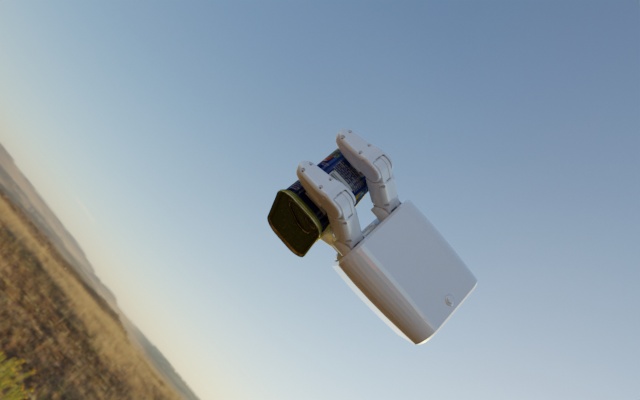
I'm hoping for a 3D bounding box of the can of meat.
[{"bbox_3d":[0.000,0.001,0.483,0.084,0.057,0.102,-40,-8,-25],"label":"can of meat"}]
